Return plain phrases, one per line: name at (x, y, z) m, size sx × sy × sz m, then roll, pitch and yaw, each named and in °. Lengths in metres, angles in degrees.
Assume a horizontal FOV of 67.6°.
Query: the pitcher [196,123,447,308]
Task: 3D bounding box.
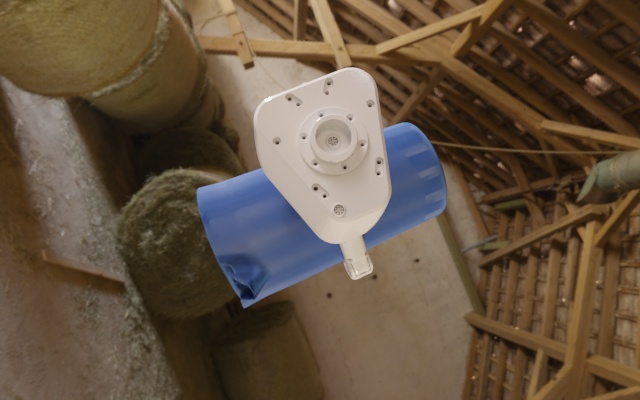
pitcher at (0.000, 0.002, 0.516) m, size 0.243 × 0.149 × 0.145 m, roll -22°, pitch -12°, yaw -5°
